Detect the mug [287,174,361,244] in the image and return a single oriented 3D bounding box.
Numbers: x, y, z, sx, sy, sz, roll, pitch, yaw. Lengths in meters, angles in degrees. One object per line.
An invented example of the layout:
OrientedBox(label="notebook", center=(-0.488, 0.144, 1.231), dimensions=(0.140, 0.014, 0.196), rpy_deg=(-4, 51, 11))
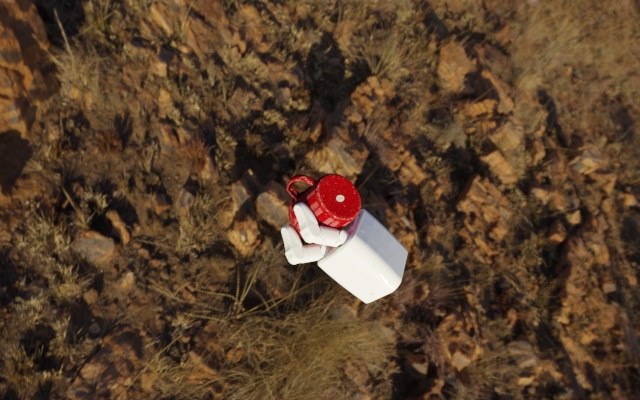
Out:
OrientedBox(label="mug", center=(-0.001, 0.001, 0.740), dimensions=(0.081, 0.117, 0.093), rpy_deg=(-39, 12, 49))
